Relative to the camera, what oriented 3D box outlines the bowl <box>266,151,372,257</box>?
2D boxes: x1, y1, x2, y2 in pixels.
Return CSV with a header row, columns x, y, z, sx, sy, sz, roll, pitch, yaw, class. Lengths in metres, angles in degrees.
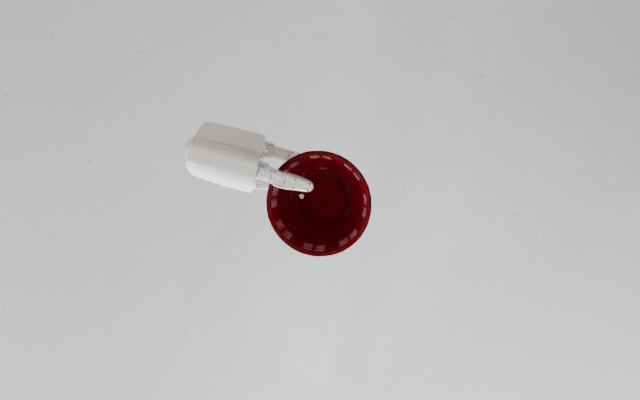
x,y,z,sx,sy,sz,roll,pitch,yaw,class
0.001,0.003,0.744,0.162,0.162,0.055,0,8,9,bowl
